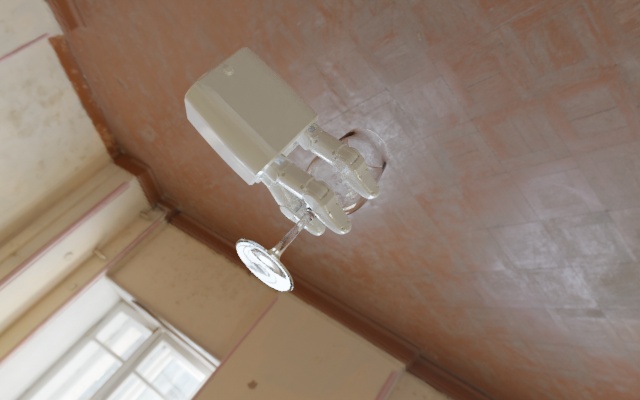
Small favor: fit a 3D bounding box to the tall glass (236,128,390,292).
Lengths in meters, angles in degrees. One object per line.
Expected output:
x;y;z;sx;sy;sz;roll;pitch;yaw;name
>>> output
0.000;0.002;0.530;0.079;0.079;0.201;0;40;50;tall glass
